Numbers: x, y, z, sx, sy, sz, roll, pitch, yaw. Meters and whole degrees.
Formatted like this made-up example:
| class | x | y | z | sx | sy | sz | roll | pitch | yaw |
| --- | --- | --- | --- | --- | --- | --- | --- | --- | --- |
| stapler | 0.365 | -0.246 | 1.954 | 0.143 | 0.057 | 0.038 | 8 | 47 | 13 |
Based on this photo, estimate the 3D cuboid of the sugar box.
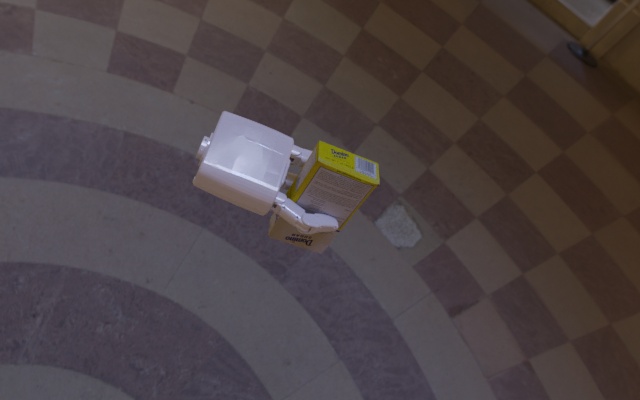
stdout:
| class | x | y | z | sx | sy | sz | roll | pitch | yaw |
| --- | --- | --- | --- | --- | --- | --- | --- | --- | --- |
| sugar box | 0.000 | 0.002 | 0.678 | 0.093 | 0.048 | 0.176 | 20 | -43 | -17 |
